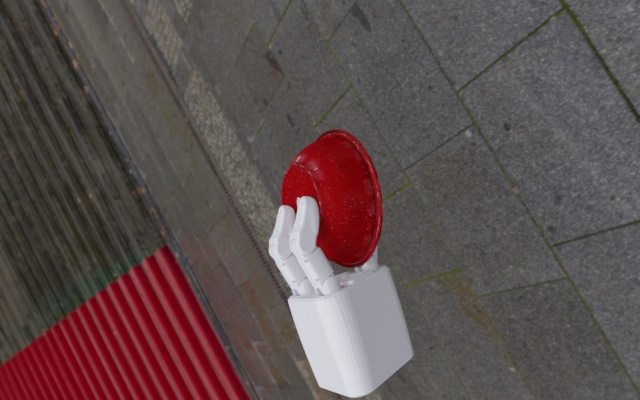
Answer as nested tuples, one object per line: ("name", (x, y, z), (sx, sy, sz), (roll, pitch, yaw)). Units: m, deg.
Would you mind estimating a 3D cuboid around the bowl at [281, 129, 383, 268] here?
("bowl", (-0.001, 0.001, 0.540), (0.055, 0.162, 0.162), (-8, 4, -30))
